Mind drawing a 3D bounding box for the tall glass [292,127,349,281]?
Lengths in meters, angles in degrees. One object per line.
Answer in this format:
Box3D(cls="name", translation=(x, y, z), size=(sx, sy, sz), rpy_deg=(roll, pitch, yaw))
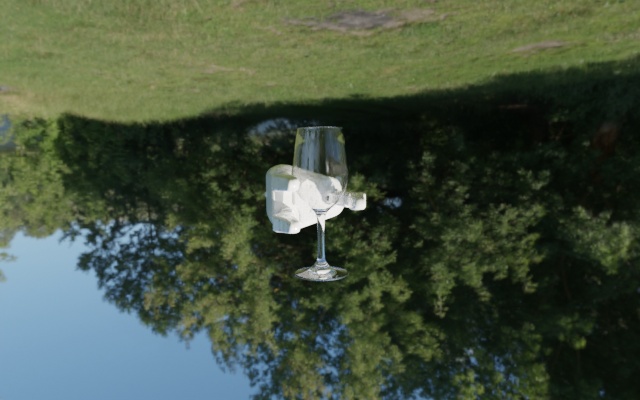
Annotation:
Box3D(cls="tall glass", translation=(0.000, 0.003, 0.650), size=(0.079, 0.201, 0.079), rpy_deg=(0, 6, 0))
